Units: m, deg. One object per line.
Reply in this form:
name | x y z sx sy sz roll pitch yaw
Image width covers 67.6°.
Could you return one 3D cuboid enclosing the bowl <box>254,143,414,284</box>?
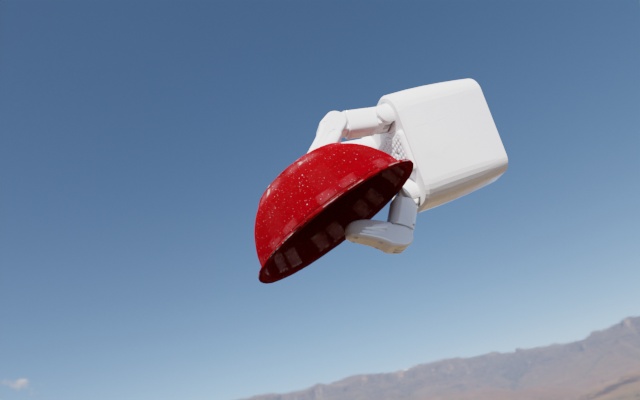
bowl | -0.001 0.001 0.409 0.162 0.055 0.162 -36 -15 -11
